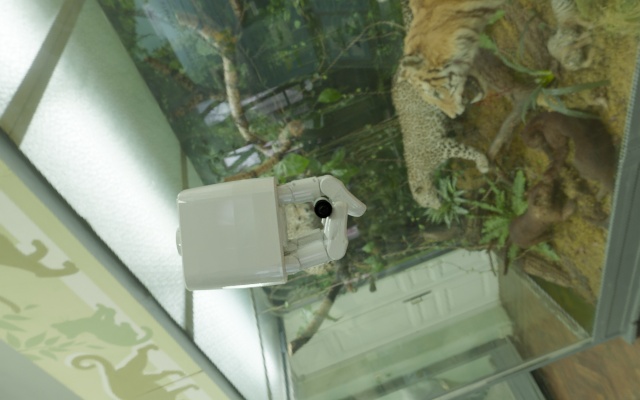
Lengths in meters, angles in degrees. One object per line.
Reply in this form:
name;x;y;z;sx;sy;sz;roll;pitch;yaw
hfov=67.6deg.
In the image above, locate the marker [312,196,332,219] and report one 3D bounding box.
marker;0.000;0.002;0.539;0.020;0.020;0.121;0;8;-3
